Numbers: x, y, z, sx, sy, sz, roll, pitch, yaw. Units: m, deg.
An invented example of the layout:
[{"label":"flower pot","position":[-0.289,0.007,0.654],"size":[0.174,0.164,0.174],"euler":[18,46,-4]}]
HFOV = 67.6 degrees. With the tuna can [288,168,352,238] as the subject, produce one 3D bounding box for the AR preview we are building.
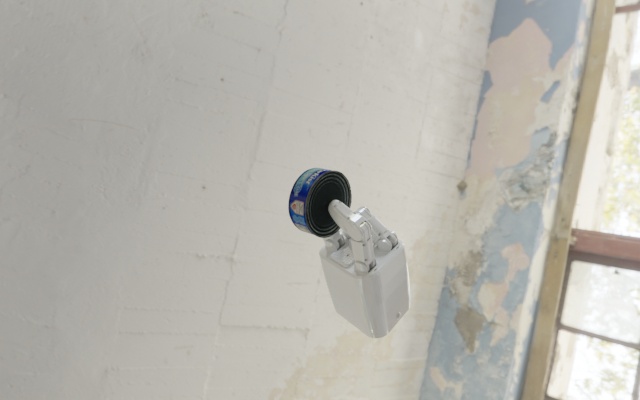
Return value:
[{"label":"tuna can","position":[0.000,0.002,0.605],"size":[0.033,0.086,0.086],"euler":[15,10,40]}]
